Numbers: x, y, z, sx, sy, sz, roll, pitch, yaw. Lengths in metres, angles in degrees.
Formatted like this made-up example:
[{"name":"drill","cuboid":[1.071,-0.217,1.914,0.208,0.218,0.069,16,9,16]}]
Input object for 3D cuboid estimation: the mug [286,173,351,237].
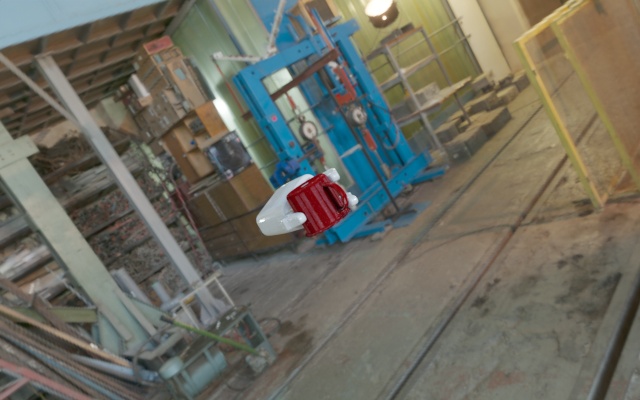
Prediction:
[{"name":"mug","cuboid":[0.001,0.002,0.830,0.117,0.081,0.093,-22,14,49]}]
